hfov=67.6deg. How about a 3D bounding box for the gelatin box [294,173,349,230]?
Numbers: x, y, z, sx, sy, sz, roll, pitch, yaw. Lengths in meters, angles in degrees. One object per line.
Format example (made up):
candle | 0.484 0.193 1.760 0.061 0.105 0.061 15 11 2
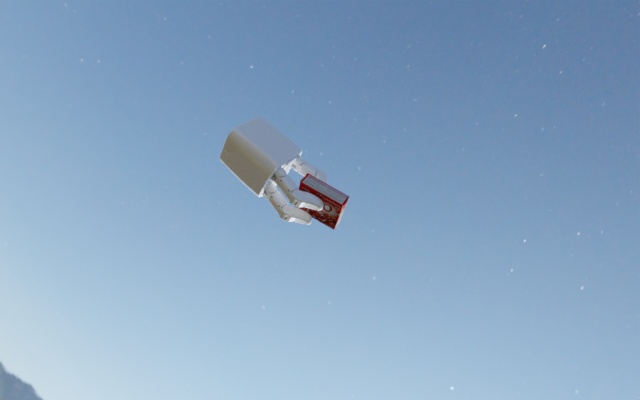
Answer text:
gelatin box | 0.001 0.003 0.854 0.089 0.073 0.030 29 50 10
